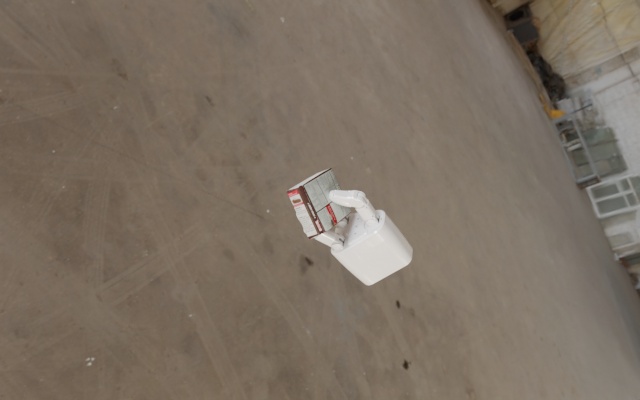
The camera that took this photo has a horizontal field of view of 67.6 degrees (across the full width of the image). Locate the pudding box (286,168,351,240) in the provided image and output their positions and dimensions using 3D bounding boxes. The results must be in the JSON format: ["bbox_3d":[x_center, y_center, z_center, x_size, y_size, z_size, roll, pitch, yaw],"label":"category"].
[{"bbox_3d":[0.000,0.003,0.811,0.039,0.090,0.113,-22,6,31],"label":"pudding box"}]
